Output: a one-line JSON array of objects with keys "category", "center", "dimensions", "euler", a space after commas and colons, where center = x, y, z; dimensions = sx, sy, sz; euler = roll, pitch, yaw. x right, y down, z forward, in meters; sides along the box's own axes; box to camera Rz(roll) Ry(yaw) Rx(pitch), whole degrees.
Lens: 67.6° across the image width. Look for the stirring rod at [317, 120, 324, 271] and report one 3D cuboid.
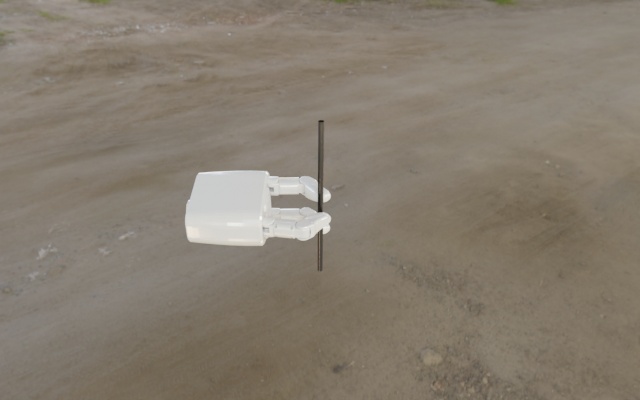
[{"category": "stirring rod", "center": [0.000, 0.002, 0.676], "dimensions": [0.011, 0.240, 0.011], "euler": [0, 30, 0]}]
